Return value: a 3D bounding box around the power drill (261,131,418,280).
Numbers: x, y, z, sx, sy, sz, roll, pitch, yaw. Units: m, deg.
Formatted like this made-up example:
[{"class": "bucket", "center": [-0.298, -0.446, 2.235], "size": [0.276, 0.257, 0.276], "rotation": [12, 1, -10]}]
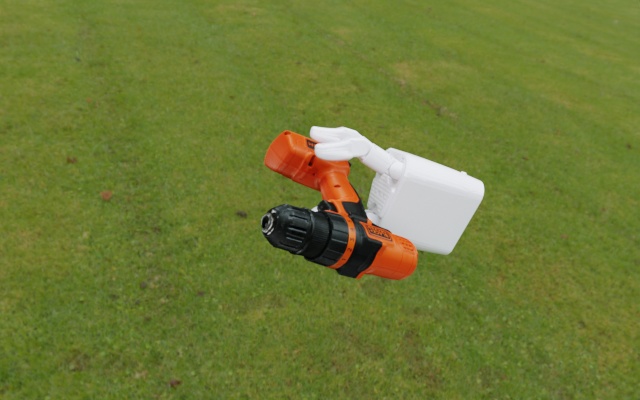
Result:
[{"class": "power drill", "center": [0.000, 0.001, 0.511], "size": [0.184, 0.057, 0.187], "rotation": [21, 28, -37]}]
